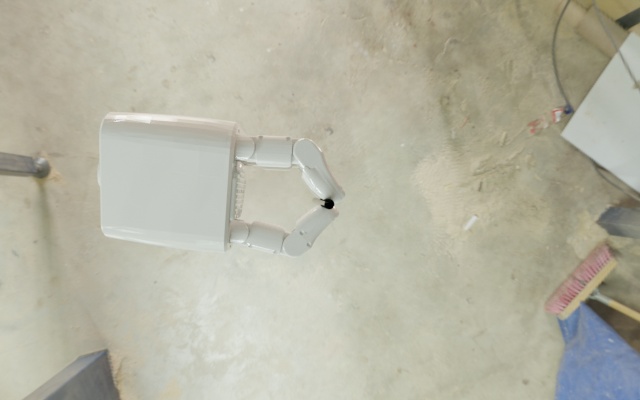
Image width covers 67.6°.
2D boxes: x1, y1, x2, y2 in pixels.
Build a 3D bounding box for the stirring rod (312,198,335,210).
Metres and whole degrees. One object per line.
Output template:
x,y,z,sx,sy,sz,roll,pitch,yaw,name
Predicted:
0.000,0.002,0.480,0.011,0.011,0.239,0,1,-3,stirring rod
